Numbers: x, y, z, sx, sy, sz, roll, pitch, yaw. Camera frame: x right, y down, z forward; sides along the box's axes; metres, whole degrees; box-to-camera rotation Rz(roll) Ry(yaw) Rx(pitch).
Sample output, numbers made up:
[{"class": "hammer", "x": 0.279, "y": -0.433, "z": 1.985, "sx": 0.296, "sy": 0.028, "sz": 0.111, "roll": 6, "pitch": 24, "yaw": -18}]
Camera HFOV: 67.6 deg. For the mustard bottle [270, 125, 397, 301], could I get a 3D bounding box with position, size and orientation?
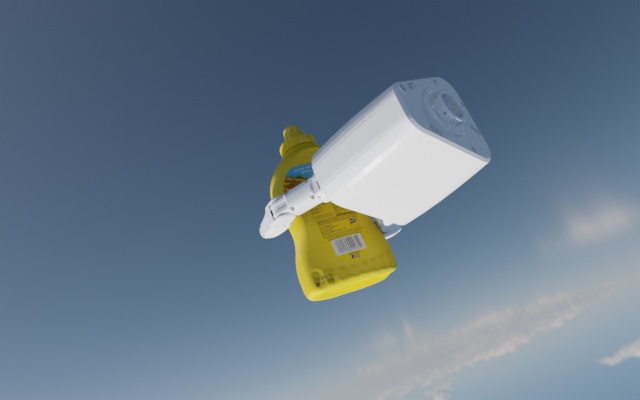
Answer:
[{"class": "mustard bottle", "x": 0.000, "y": 0.002, "z": 0.501, "sx": 0.096, "sy": 0.191, "sz": 0.058, "roll": -13, "pitch": -23, "yaw": -21}]
